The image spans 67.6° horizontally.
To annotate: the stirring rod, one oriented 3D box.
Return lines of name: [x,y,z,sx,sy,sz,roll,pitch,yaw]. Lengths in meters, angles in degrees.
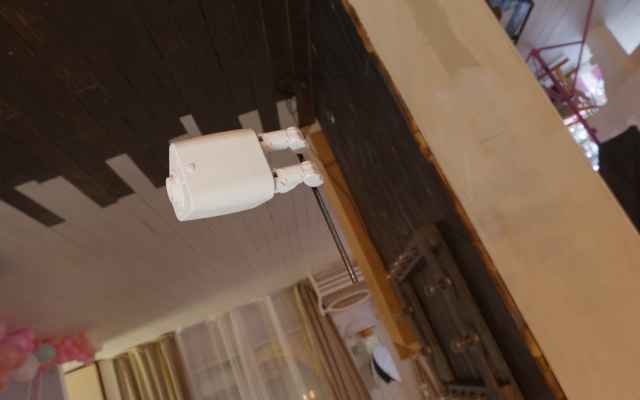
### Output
stirring rod: [0.000,0.002,0.659,0.011,0.239,0.011,-21,-19,-8]
